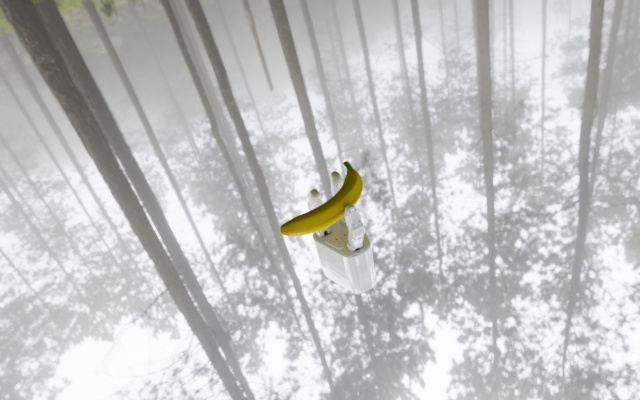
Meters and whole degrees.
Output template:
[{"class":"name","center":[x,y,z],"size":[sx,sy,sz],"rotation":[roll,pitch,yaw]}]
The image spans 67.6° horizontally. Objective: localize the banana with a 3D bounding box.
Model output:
[{"class":"banana","center":[0.017,0.006,0.807],"size":[0.069,0.037,0.197],"rotation":[20,49,32]}]
